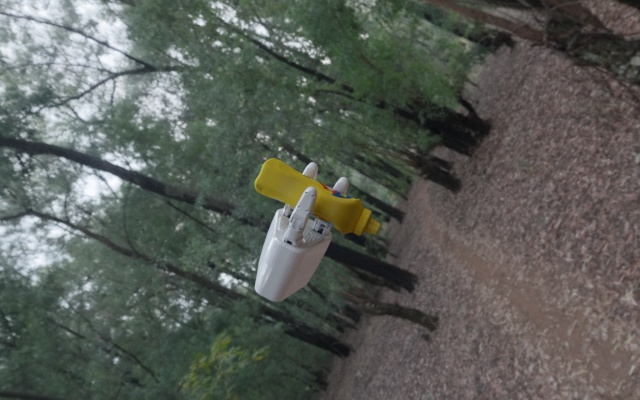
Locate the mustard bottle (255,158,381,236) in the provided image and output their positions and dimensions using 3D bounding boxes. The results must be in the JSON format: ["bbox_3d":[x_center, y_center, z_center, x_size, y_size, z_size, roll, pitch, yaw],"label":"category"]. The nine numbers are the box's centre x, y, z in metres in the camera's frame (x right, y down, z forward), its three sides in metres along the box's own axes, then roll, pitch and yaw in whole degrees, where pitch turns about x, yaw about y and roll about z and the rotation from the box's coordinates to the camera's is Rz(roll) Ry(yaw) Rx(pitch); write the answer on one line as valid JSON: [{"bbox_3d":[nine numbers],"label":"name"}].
[{"bbox_3d":[0.000,0.002,0.716,0.191,0.058,0.096,26,0,5],"label":"mustard bottle"}]
